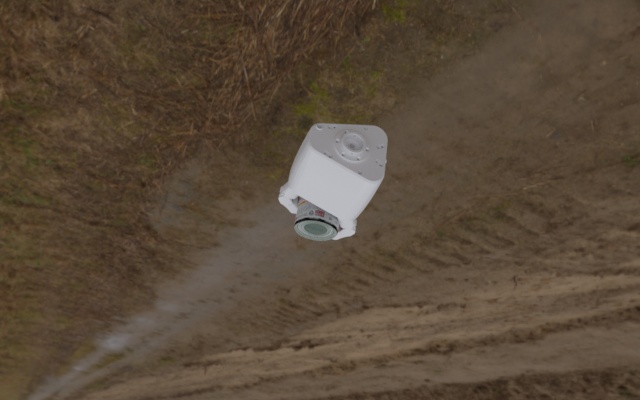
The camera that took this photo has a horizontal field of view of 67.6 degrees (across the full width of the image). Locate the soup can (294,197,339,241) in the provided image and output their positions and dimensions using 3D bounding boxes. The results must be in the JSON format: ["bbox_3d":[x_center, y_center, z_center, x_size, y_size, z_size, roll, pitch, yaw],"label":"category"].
[{"bbox_3d":[0.000,0.003,0.737,0.068,0.102,0.068,7,-30,4],"label":"soup can"}]
